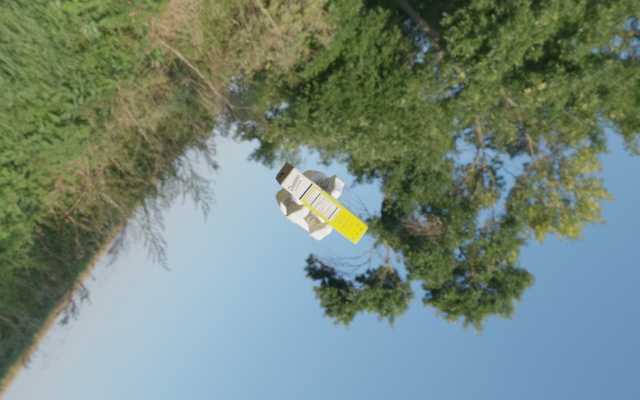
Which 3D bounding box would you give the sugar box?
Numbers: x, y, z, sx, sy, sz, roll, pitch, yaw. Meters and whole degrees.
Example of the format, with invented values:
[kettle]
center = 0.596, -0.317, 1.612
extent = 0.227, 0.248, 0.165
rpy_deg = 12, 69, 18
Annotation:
[sugar box]
center = 0.000, 0.003, 0.868
extent = 0.176, 0.048, 0.093
rpy_deg = 36, 2, -16
